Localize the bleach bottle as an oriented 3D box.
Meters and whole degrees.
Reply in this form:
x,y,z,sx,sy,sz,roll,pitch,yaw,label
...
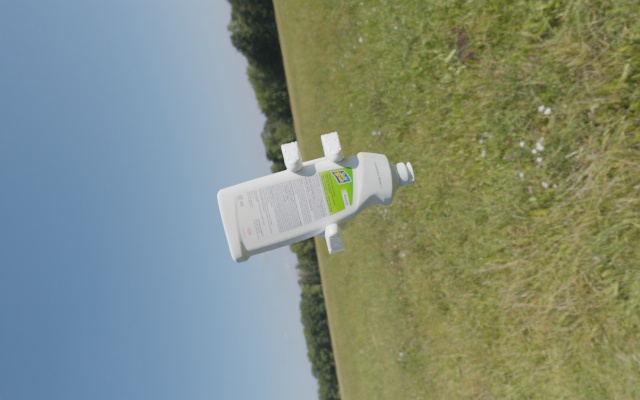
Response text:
x,y,z,sx,sy,sz,roll,pitch,yaw,label
0.000,0.002,0.627,0.251,0.102,0.068,-14,2,-1,bleach bottle
